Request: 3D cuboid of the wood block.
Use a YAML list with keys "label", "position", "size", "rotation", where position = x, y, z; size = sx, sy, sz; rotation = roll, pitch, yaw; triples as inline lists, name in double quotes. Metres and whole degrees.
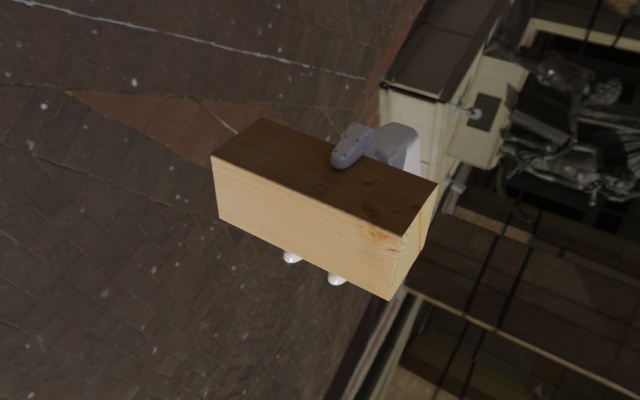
- label: "wood block"
  position: [0.000, 0.001, 0.485]
  size: [0.206, 0.091, 0.090]
  rotation: [23, 45, 22]
